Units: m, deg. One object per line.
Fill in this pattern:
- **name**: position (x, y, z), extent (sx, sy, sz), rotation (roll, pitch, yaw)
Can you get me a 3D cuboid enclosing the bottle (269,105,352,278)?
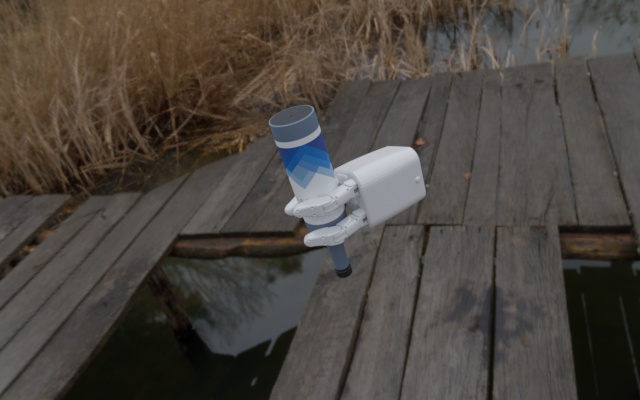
- **bottle**: position (0.000, 0.002, 0.736), extent (0.069, 0.296, 0.069), rotation (-14, 31, 8)
